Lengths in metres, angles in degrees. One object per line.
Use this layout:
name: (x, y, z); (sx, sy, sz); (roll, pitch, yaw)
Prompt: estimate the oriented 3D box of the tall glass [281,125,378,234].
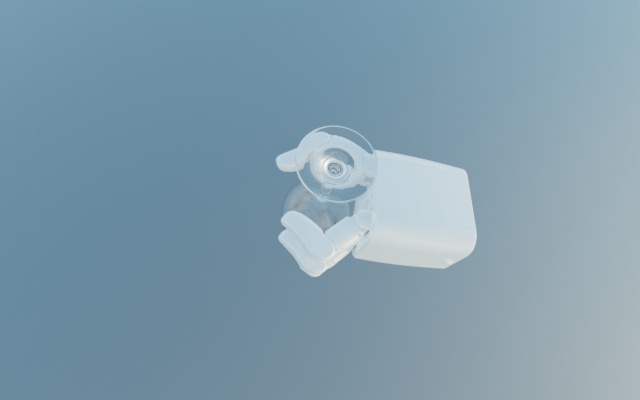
tall glass: (0.000, 0.001, 0.509); (0.079, 0.079, 0.201); (0, -20, -10)
